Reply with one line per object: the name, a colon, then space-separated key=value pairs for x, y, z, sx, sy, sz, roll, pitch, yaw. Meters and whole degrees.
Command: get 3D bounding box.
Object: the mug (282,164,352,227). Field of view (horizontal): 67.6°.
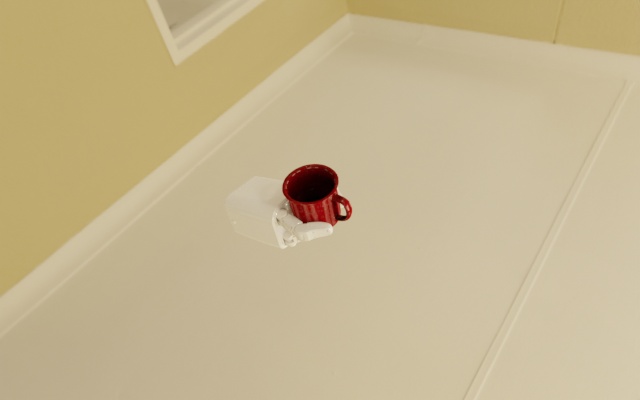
mug: x=0.001 y=0.003 z=0.791 sx=0.117 sy=0.093 sz=0.082 roll=16 pitch=-38 yaw=25
